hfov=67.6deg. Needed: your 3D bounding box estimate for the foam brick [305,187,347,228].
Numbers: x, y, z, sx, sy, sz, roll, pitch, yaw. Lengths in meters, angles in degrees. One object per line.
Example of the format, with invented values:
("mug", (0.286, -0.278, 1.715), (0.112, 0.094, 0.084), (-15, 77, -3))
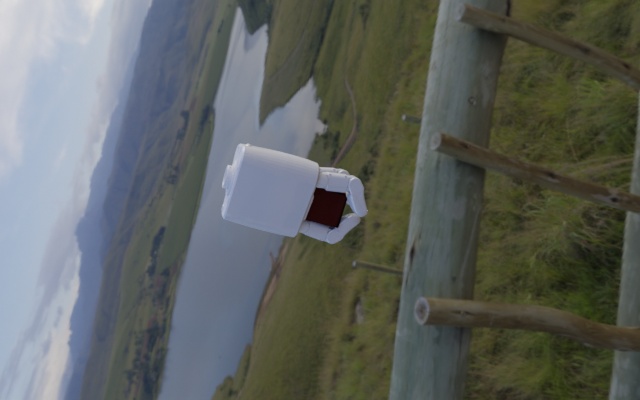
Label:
("foam brick", (0.000, 0.002, 0.705), (0.051, 0.053, 0.078), (15, 6, -17))
